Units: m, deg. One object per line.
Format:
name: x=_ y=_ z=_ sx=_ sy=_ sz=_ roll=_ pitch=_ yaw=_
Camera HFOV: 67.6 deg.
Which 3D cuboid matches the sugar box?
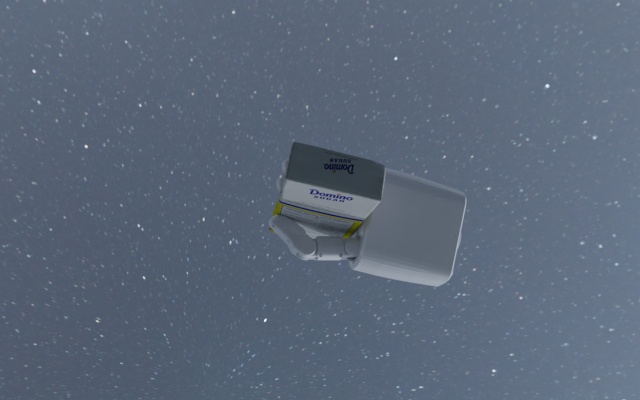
sugar box: x=0.000 y=0.001 z=0.516 sx=0.093 sy=0.048 sz=0.176 roll=13 pitch=-24 yaw=-7
